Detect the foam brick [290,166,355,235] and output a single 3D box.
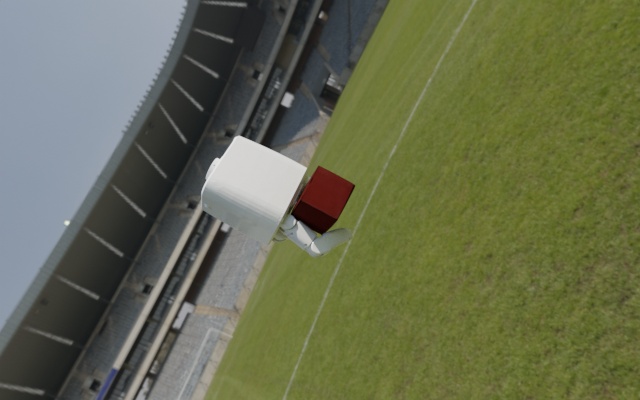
[{"bbox_3d":[0.000,0.002,0.593,0.051,0.053,0.078,30,-23,-4],"label":"foam brick"}]
